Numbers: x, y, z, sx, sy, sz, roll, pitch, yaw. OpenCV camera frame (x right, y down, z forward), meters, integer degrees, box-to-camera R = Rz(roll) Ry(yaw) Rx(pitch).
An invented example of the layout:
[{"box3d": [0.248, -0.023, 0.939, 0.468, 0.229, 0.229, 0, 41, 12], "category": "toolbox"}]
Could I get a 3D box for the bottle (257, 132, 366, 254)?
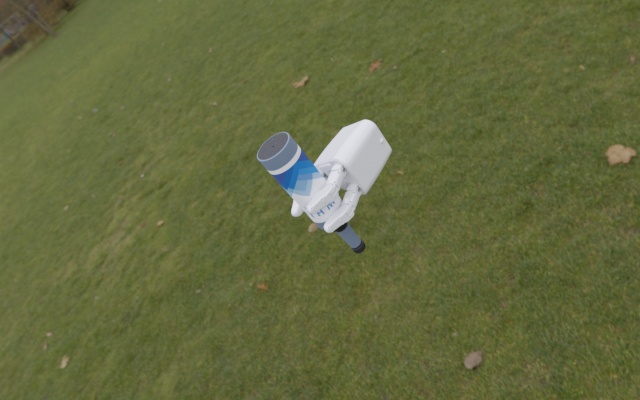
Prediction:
[{"box3d": [0.000, 0.003, 0.869, 0.069, 0.069, 0.296, 0, -39, 43], "category": "bottle"}]
